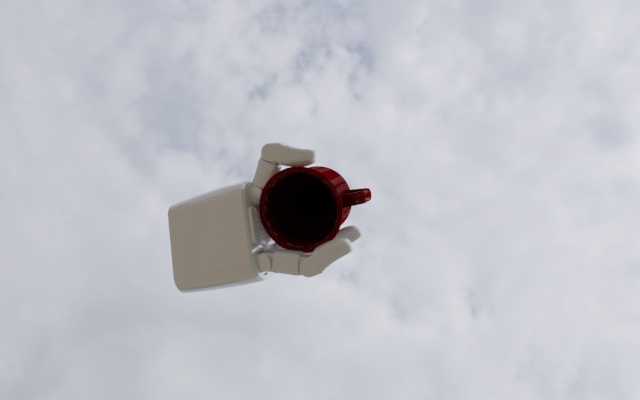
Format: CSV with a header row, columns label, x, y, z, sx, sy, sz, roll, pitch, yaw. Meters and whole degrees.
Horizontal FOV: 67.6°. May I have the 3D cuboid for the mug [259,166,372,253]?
label,x,y,z,sx,sy,sz,roll,pitch,yaw
mug,0.001,0.001,0.536,0.117,0.093,0.081,-13,5,18
